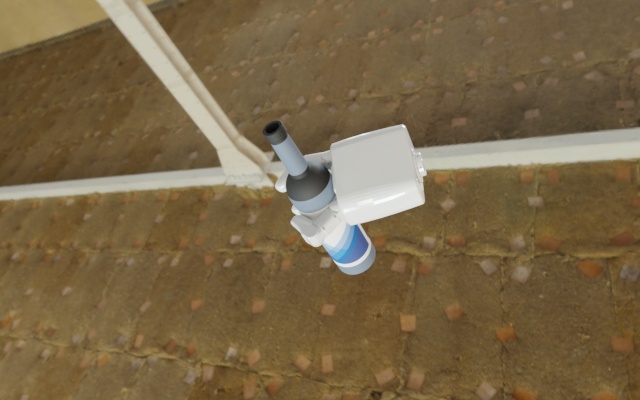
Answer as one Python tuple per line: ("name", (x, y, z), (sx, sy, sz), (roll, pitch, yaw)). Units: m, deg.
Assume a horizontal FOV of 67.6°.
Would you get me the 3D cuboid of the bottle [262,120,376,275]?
("bottle", (0.000, 0.002, 0.675), (0.069, 0.069, 0.296), (0, -38, 30))
